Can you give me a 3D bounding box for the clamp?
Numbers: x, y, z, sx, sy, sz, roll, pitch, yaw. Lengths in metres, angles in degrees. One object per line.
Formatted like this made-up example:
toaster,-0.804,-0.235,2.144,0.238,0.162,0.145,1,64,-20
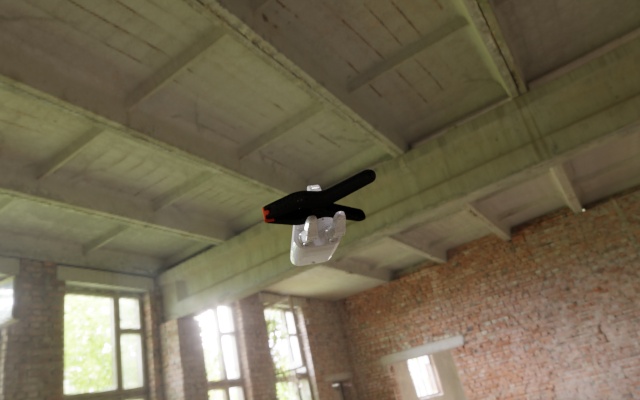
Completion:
clamp,-0.001,0.002,0.874,0.210,0.036,0.165,-7,-31,-14
